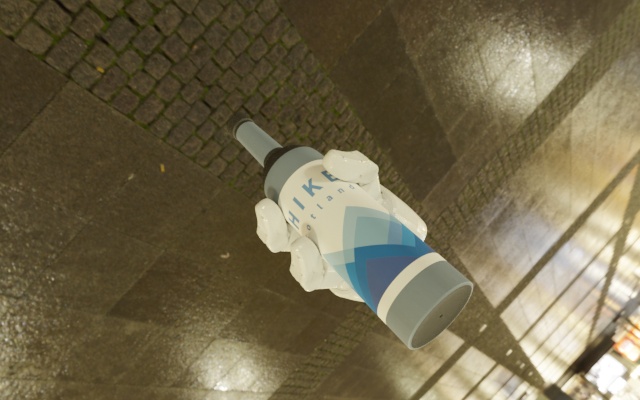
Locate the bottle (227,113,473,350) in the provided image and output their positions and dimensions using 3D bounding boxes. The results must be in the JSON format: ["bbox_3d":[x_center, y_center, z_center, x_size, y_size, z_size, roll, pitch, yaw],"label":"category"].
[{"bbox_3d":[0.000,0.002,0.430,0.069,0.069,0.295,0,35,-47],"label":"bottle"}]
